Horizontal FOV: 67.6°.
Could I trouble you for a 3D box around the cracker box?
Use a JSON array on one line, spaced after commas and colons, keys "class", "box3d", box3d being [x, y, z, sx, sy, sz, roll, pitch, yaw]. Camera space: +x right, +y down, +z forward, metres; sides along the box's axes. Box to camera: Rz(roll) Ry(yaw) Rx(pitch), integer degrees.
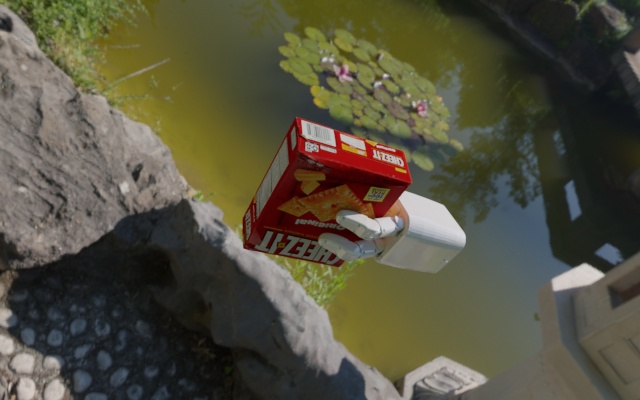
[{"class": "cracker box", "box3d": [0.000, 0.002, 0.674, 0.164, 0.072, 0.214, 14, -45, -21]}]
